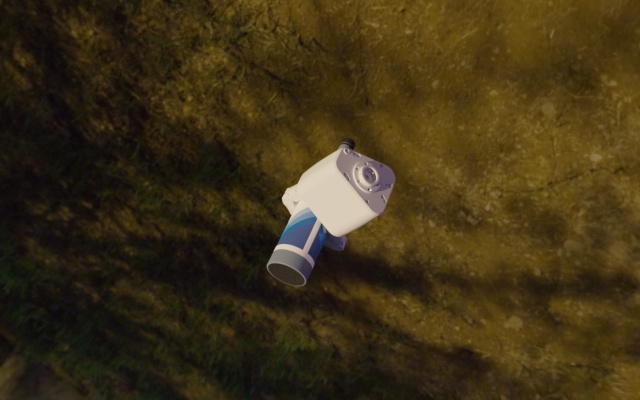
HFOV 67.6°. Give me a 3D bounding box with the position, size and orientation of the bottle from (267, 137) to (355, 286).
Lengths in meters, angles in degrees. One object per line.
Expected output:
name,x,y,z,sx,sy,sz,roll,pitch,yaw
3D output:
bottle,0.000,0.003,0.813,0.069,0.295,0.069,17,-34,12
